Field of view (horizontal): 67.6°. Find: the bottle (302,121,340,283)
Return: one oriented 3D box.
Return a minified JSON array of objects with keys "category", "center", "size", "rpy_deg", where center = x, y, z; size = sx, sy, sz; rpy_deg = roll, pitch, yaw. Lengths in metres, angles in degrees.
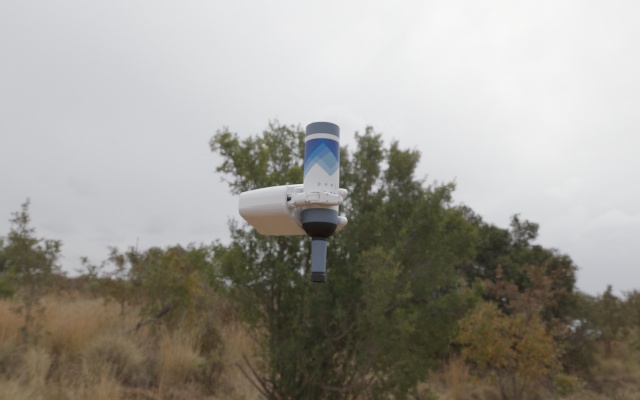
[{"category":"bottle","center":[0.000,0.003,0.888],"size":[0.069,0.295,0.069],"rpy_deg":[2,-13,0]}]
